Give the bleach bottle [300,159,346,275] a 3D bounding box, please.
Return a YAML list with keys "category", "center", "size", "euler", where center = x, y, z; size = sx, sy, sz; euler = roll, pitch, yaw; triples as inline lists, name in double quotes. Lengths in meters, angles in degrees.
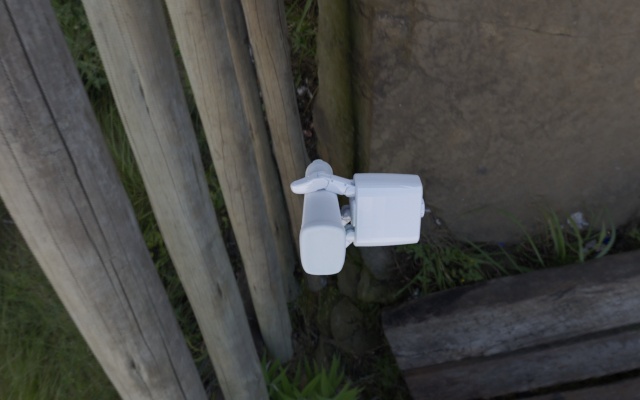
- category: "bleach bottle"
  center: [0.000, 0.003, 0.797]
  size: [0.068, 0.103, 0.250]
  euler: [-1, 37, -2]
